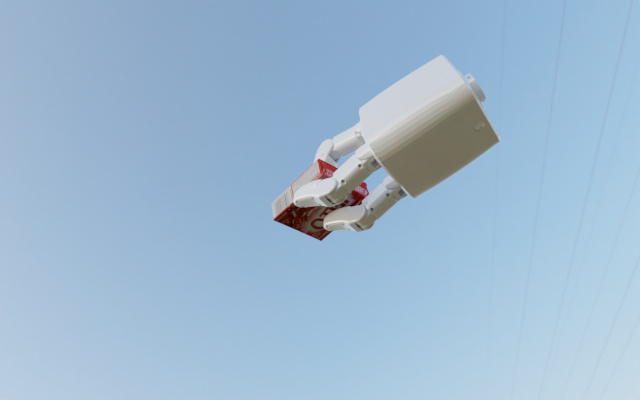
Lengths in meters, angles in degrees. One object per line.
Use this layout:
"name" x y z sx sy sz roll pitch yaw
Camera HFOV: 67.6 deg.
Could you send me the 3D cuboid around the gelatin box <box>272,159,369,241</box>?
"gelatin box" 0.000 0.002 0.539 0.073 0.030 0.089 26 -53 -34
